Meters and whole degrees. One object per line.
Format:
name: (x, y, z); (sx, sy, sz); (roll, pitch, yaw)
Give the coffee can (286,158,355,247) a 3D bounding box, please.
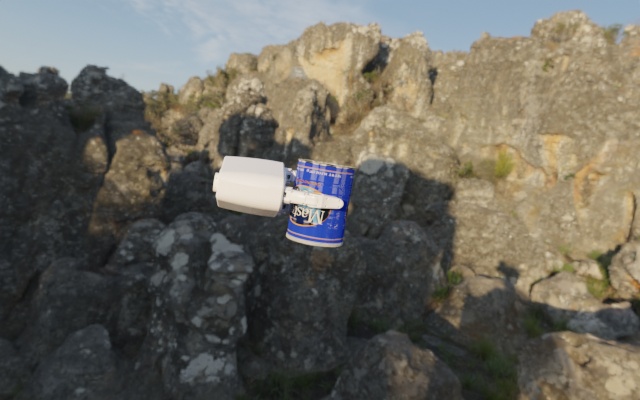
coffee can: (0.000, 0.003, 0.846); (0.103, 0.140, 0.103); (9, 6, -1)
